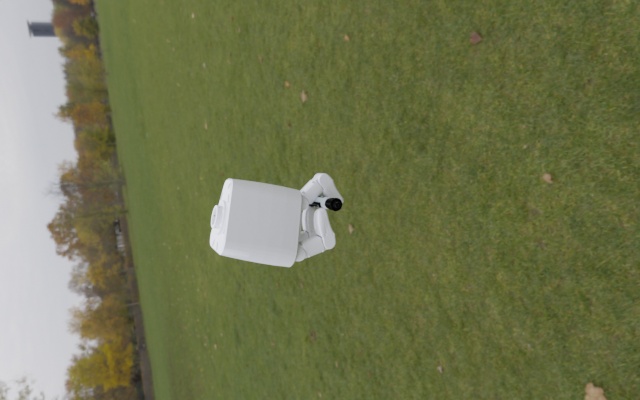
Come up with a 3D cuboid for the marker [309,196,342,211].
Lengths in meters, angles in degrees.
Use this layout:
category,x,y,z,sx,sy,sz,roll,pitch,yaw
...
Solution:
category,x,y,z,sx,sy,sz,roll,pitch,yaw
marker,0.000,0.002,0.708,0.020,0.020,0.121,0,4,-23
